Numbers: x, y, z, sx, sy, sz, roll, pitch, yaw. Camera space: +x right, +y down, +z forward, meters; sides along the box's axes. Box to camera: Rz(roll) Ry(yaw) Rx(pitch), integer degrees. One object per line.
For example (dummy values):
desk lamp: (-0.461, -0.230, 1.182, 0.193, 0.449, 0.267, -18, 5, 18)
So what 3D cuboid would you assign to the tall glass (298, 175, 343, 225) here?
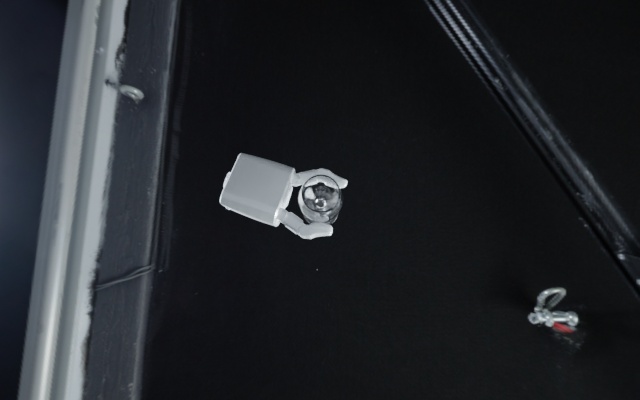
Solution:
tall glass: (0.000, 0.003, 0.861, 0.079, 0.079, 0.201, 0, -8, 0)
